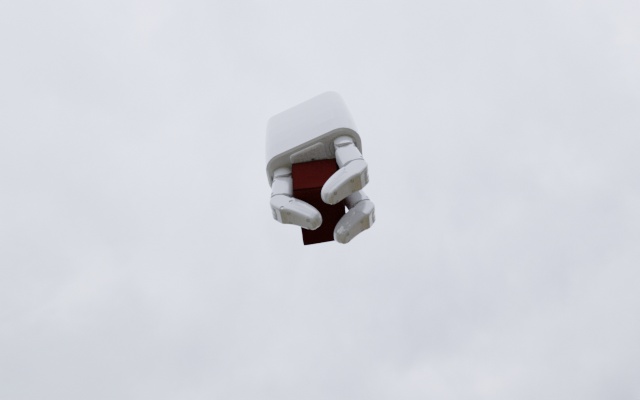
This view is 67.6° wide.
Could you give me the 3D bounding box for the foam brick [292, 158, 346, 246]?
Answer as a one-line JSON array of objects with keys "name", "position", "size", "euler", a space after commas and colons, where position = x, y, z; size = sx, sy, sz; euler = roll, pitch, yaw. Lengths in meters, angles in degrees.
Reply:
[{"name": "foam brick", "position": [0.000, 0.002, 0.526], "size": [0.053, 0.078, 0.051], "euler": [-8, 38, 0]}]
